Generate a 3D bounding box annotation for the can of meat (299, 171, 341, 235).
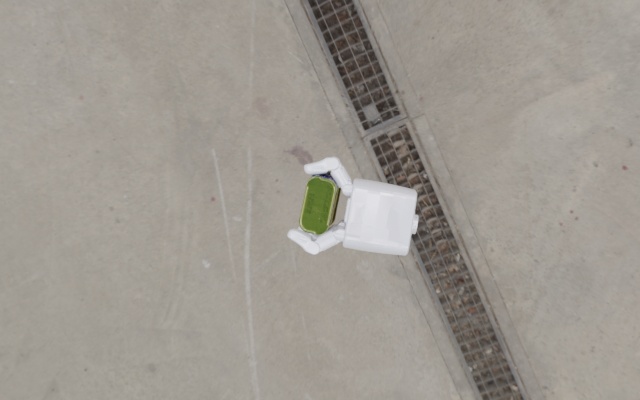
[{"bbox_3d":[0.000,0.003,0.818,0.057,0.102,0.084,12,11,5],"label":"can of meat"}]
